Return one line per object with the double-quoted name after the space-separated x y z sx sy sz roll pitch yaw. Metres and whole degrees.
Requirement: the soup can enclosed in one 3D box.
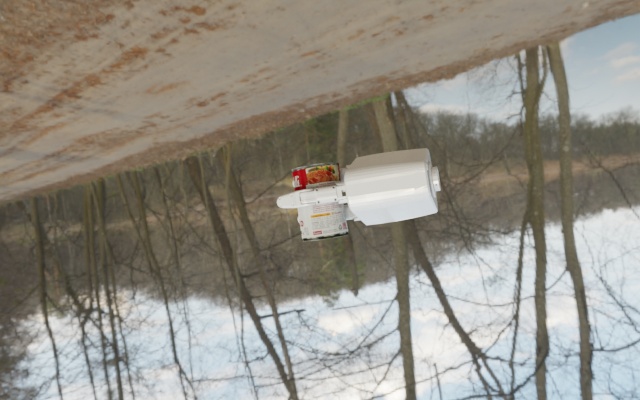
0.000 0.003 0.672 0.068 0.102 0.068 -8 -1 0 "soup can"
